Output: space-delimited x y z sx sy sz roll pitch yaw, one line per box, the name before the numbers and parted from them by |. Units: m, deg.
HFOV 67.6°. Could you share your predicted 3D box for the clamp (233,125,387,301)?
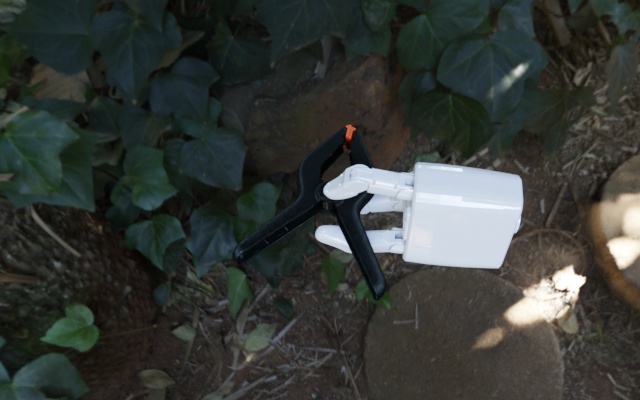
clamp | 0.000 0.001 0.540 0.164 0.209 0.036 8 -30 5
